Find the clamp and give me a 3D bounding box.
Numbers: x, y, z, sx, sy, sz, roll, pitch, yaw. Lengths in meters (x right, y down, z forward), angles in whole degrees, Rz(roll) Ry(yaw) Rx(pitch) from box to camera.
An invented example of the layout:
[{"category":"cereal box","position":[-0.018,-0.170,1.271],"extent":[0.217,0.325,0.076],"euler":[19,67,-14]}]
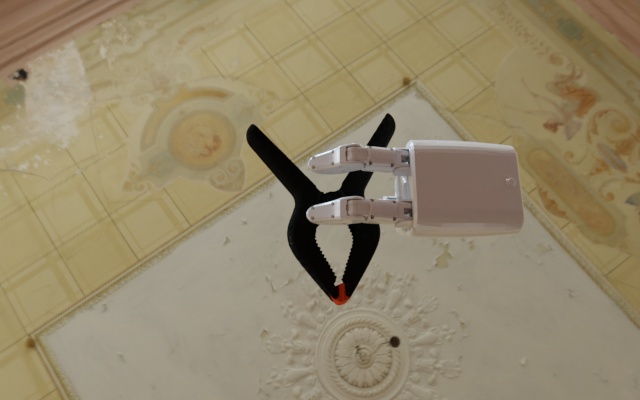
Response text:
[{"category":"clamp","position":[0.000,0.002,0.500],"extent":[0.164,0.210,0.036],"euler":[1,-19,0]}]
